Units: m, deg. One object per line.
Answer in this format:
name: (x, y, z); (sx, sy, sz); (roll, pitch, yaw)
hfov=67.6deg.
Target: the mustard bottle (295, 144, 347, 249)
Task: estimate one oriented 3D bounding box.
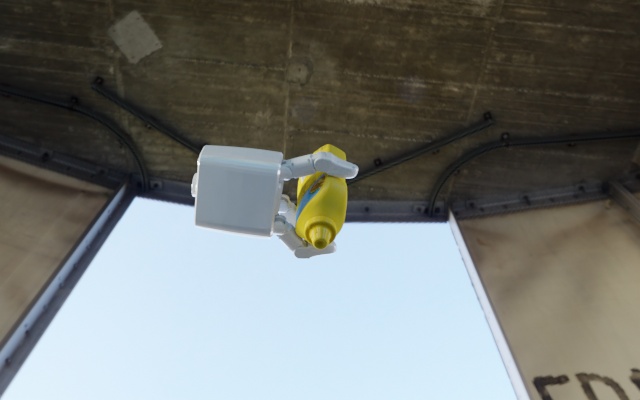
mustard bottle: (0.000, 0.002, 0.660); (0.058, 0.096, 0.191); (29, 28, -16)
